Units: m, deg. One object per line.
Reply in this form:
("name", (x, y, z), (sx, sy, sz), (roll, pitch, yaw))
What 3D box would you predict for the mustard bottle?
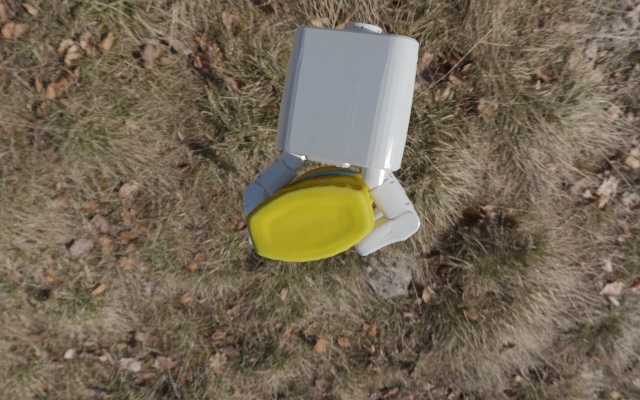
("mustard bottle", (0.000, 0.002, 0.445), (0.096, 0.058, 0.191), (-14, 8, 8))
